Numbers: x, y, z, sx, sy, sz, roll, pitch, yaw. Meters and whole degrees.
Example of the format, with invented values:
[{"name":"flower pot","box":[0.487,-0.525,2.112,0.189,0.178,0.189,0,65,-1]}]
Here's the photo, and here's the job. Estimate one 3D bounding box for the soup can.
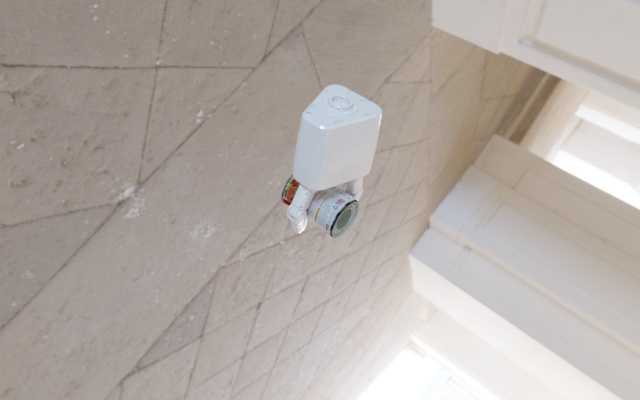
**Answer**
[{"name":"soup can","box":[0.000,0.003,0.730,0.102,0.068,0.068,35,15,24]}]
